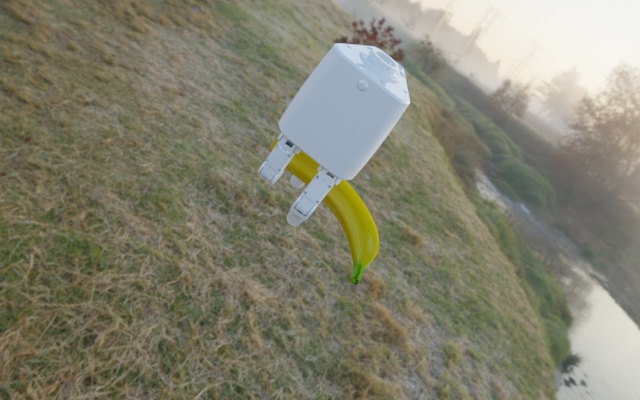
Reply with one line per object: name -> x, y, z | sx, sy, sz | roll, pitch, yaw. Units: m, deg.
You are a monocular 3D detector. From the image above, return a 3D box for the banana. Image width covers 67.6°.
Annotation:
banana -> 0.014, 0.000, 0.573 | 0.069, 0.197, 0.037 | -18, -21, -45
